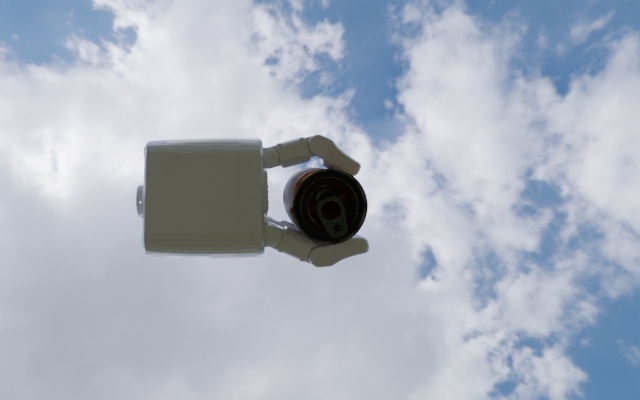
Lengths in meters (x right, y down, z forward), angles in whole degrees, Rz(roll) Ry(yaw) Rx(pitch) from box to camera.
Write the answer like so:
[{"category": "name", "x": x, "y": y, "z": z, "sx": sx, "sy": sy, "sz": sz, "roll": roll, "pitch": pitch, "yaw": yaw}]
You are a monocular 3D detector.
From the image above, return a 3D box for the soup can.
[{"category": "soup can", "x": 0.001, "y": 0.001, "z": 0.468, "sx": 0.068, "sy": 0.068, "sz": 0.102, "roll": 0, "pitch": 5, "yaw": -10}]
